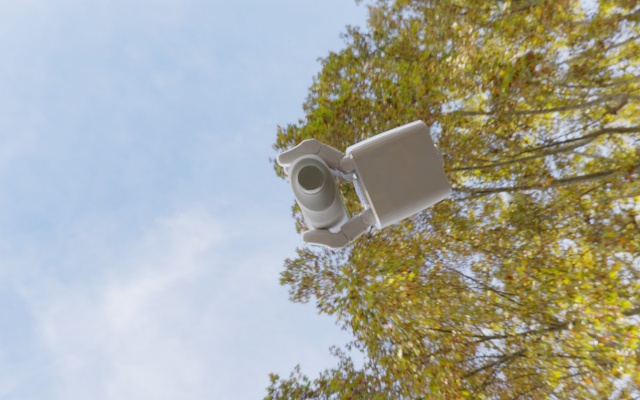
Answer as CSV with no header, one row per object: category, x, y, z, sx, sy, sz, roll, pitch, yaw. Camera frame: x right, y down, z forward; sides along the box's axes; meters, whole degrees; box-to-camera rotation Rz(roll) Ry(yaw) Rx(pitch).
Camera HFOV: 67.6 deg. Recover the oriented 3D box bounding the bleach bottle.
bleach bottle,0.000,0.002,0.645,0.068,0.102,0.251,-24,-10,0
